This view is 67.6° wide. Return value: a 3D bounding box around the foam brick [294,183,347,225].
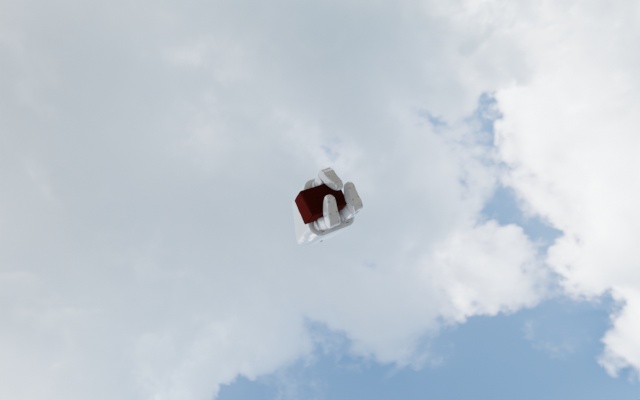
[{"bbox_3d":[0.000,0.003,0.875,0.078,0.053,0.051,-18,-13,-24],"label":"foam brick"}]
